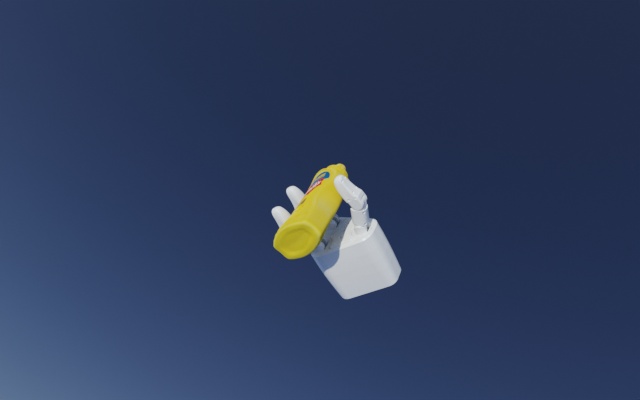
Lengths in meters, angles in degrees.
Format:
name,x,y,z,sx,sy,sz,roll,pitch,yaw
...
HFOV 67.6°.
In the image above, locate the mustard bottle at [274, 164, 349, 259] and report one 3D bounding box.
name,x,y,z,sx,sy,sz,roll,pitch,yaw
mustard bottle,0.000,0.002,0.747,0.096,0.058,0.191,-43,11,44
